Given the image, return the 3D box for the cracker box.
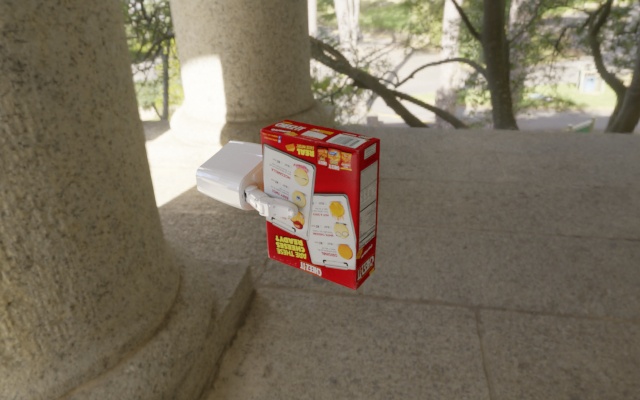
[{"bbox_3d":[0.000,0.002,0.696,0.164,0.214,0.072,16,31,31],"label":"cracker box"}]
